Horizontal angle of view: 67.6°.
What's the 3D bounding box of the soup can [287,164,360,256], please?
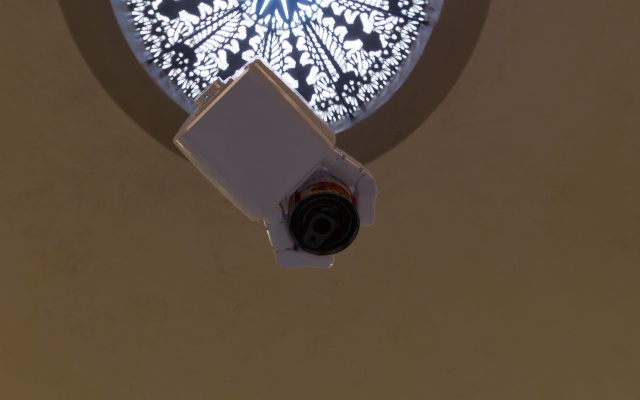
[{"bbox_3d":[0.000,0.002,0.493,0.068,0.068,0.102,0,25,-4],"label":"soup can"}]
